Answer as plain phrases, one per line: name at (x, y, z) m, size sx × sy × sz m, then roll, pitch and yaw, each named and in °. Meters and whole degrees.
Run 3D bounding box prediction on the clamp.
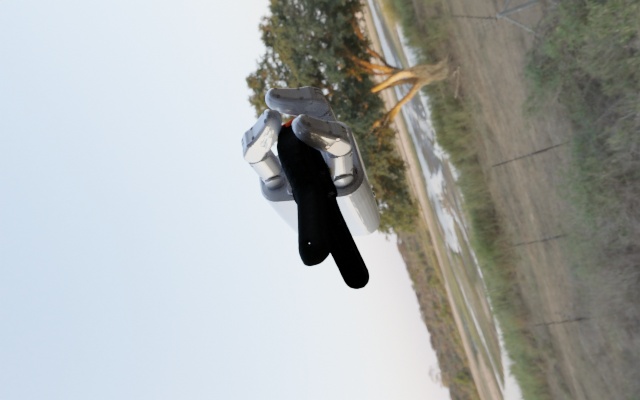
clamp at (-0.001, 0.001, 0.437) m, size 0.039 × 0.171 × 0.120 m, roll -19°, pitch -34°, yaw 10°
